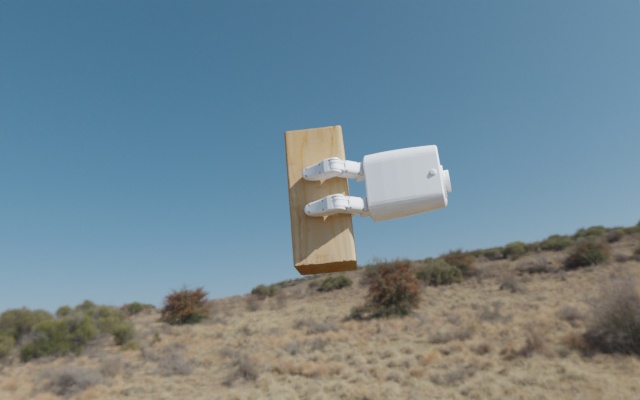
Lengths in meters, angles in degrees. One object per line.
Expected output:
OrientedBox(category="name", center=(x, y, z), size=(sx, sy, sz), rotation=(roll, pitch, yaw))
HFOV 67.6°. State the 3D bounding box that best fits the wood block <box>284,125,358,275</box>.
OrientedBox(category="wood block", center=(0.001, 0.002, 0.730), size=(0.090, 0.206, 0.091), rotation=(-6, -18, 4))
